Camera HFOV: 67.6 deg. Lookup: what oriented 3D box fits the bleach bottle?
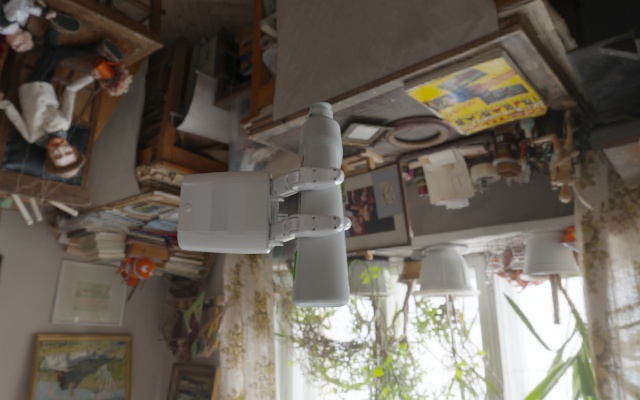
[{"bbox_3d":[0.000,0.002,0.591,0.068,0.250,0.102,0,-16,-1],"label":"bleach bottle"}]
